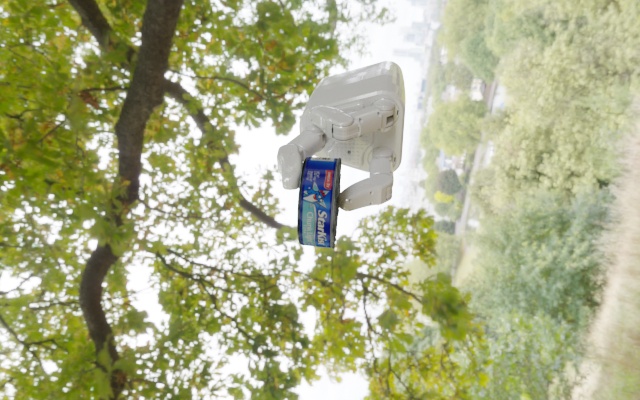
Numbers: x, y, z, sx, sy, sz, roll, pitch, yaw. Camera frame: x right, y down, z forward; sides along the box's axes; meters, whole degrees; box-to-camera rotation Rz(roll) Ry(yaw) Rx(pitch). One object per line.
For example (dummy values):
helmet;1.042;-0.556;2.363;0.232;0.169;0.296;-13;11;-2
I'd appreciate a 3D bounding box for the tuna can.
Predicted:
tuna can;-0.001;0.001;0.450;0.034;0.086;0.086;4;0;4
